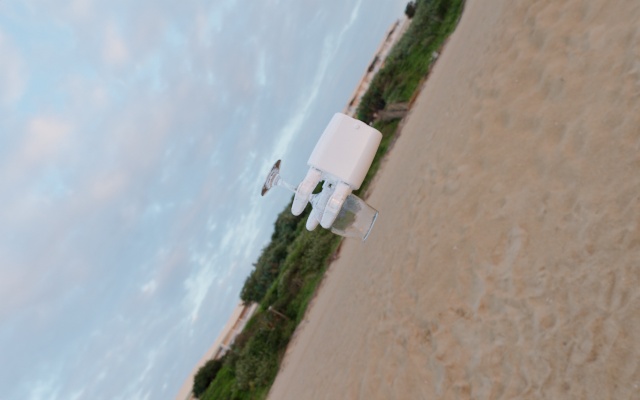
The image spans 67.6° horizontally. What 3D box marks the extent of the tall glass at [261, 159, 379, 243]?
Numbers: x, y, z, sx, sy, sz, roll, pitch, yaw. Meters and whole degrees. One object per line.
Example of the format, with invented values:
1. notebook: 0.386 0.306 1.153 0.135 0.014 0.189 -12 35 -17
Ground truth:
1. tall glass: -0.001 0.003 0.845 0.201 0.079 0.079 27 2 5
